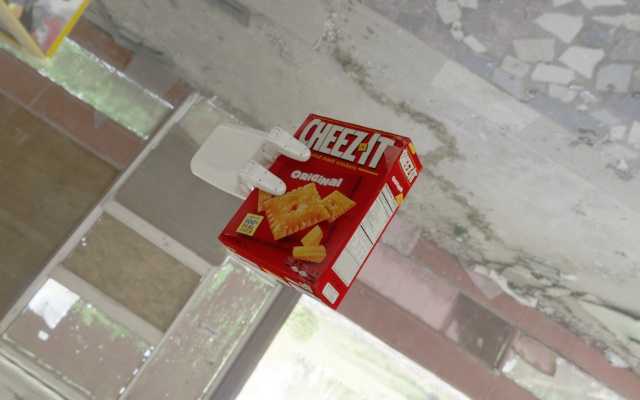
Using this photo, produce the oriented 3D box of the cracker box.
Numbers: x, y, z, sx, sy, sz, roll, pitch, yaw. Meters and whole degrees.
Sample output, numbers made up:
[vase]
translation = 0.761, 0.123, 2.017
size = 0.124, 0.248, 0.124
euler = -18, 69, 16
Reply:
[cracker box]
translation = 0.000, 0.002, 0.593
size = 0.164, 0.213, 0.072
euler = 21, -21, 36
